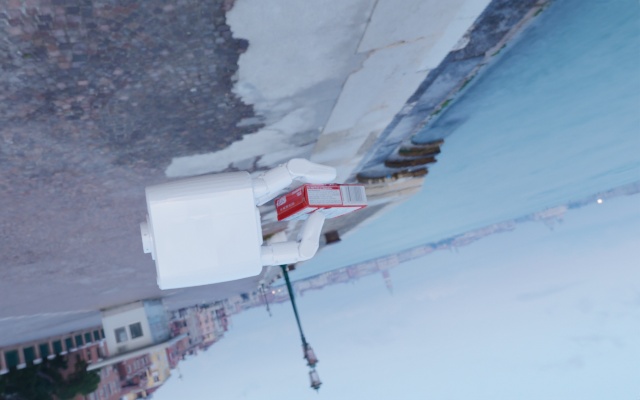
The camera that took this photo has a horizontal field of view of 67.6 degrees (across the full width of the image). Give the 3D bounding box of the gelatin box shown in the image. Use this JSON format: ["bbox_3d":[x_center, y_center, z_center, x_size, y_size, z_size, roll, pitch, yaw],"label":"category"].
[{"bbox_3d":[0.000,0.002,0.580,0.089,0.030,0.073,0,-14,-32],"label":"gelatin box"}]
